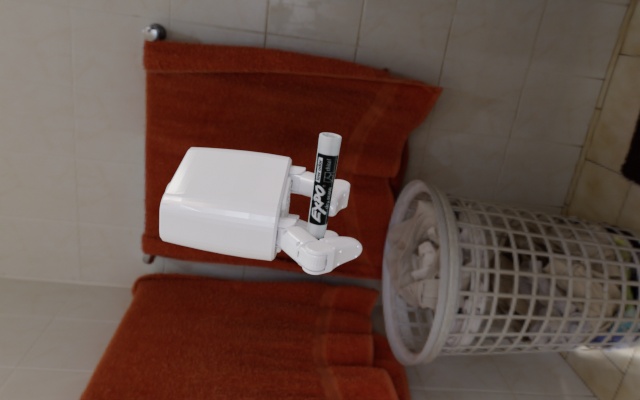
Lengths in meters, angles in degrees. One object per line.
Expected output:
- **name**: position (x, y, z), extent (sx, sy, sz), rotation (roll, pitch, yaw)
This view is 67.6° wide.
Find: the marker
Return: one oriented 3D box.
- **marker**: position (0.000, 0.001, 0.419), extent (0.020, 0.121, 0.020), rotation (7, 21, -3)
